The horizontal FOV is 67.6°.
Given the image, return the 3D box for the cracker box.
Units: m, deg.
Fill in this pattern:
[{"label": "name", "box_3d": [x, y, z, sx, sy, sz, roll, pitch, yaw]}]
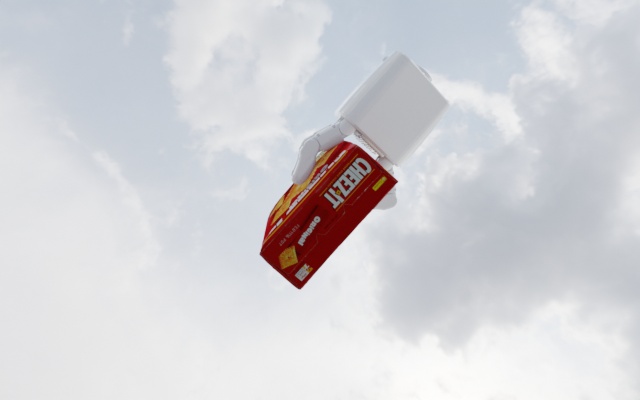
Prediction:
[{"label": "cracker box", "box_3d": [0.000, 0.002, 0.618, 0.072, 0.164, 0.213, 41, 4, -8]}]
